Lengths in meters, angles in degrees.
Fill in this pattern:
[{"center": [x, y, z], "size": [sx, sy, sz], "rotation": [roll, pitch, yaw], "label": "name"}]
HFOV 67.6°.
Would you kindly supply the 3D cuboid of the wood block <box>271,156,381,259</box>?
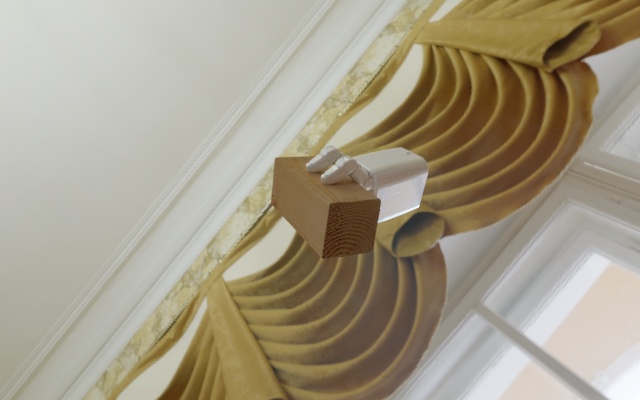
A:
[{"center": [0.000, 0.003, 0.774], "size": [0.090, 0.091, 0.206], "rotation": [-5, 24, -27], "label": "wood block"}]
